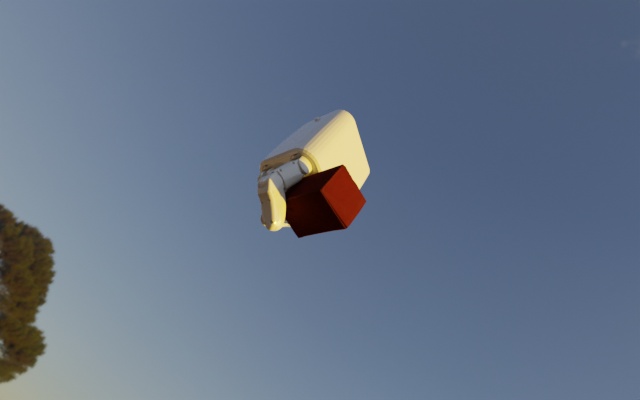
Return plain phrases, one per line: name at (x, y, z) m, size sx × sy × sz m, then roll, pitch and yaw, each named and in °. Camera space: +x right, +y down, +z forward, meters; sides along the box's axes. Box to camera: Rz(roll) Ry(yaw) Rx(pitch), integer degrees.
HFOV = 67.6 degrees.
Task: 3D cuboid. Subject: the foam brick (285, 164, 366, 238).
foam brick at (0.000, 0.002, 0.525) m, size 0.078 × 0.053 × 0.051 m, roll -14°, pitch 25°, yaw 45°
